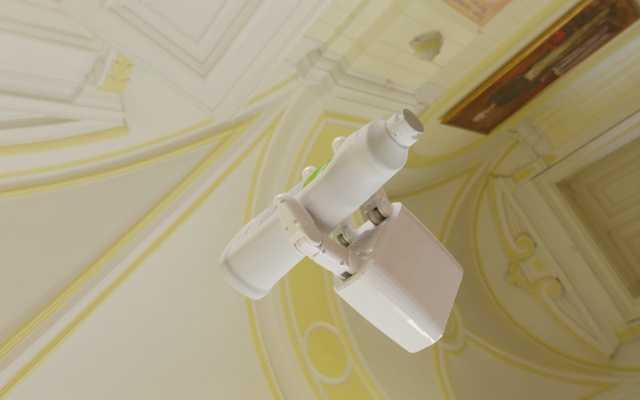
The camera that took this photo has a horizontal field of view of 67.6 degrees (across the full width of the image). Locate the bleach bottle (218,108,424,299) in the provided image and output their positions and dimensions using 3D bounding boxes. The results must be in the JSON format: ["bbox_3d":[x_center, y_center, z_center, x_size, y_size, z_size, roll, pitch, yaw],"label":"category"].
[{"bbox_3d":[0.000,0.002,0.483,0.251,0.068,0.102,-40,13,33],"label":"bleach bottle"}]
